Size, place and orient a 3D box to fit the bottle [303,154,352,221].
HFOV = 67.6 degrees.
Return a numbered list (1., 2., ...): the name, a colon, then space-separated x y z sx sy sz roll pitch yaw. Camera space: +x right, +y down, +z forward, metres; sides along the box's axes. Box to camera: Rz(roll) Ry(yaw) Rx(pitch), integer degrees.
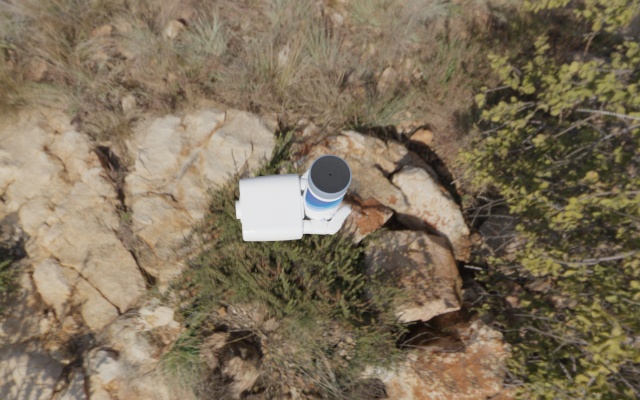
1. bottle: 0.000 0.003 0.868 0.069 0.069 0.296 0 -17 -6
